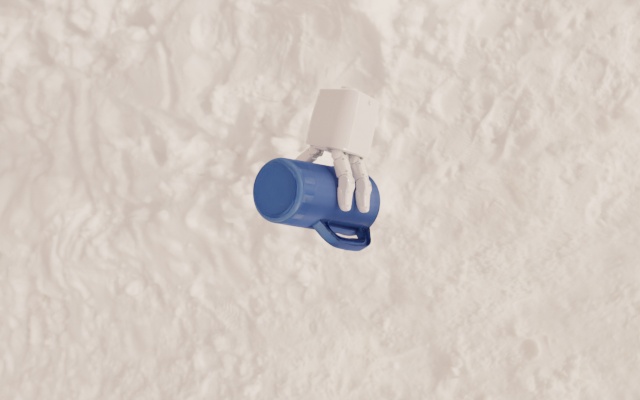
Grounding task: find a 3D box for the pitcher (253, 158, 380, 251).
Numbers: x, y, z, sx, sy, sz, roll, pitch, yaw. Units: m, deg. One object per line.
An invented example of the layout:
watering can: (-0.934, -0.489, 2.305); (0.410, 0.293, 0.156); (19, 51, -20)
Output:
pitcher: (0.000, 0.003, 0.859); (0.149, 0.145, 0.243); (18, 5, 35)
